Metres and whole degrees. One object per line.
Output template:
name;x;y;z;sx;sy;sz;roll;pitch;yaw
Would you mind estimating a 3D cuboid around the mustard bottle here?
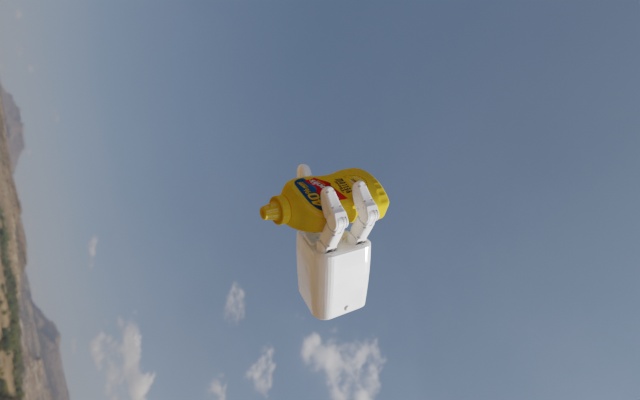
mustard bottle;0.000;0.002;0.693;0.191;0.058;0.096;-12;47;-33
